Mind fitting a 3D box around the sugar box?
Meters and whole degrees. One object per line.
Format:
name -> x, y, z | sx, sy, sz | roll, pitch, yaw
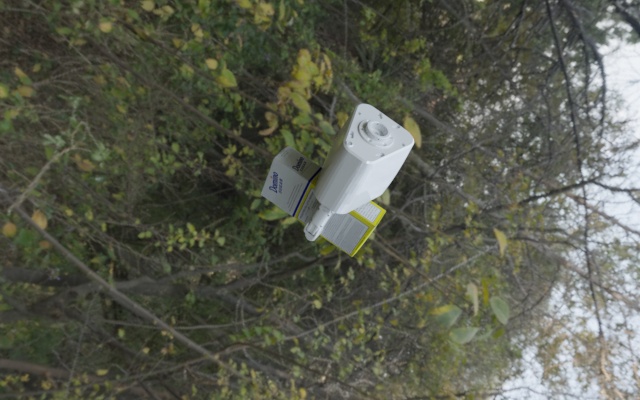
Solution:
sugar box -> 0.001, 0.002, 0.716 | 0.048, 0.176, 0.093 | -47, -9, -41
